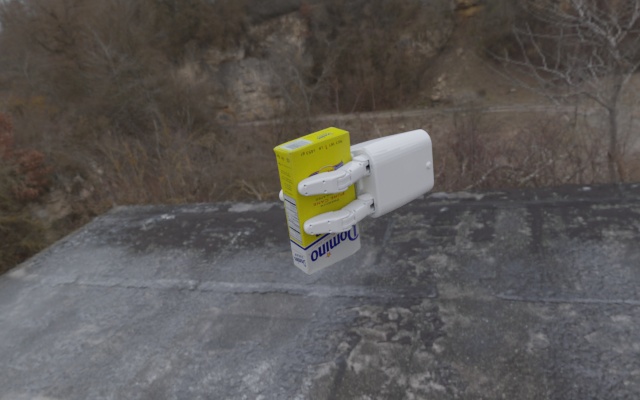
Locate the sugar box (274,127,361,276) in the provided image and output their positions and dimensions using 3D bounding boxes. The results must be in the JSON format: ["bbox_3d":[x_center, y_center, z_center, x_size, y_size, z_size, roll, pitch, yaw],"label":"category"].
[{"bbox_3d":[0.001,0.002,0.630,0.093,0.176,0.048,-23,27,-27],"label":"sugar box"}]
